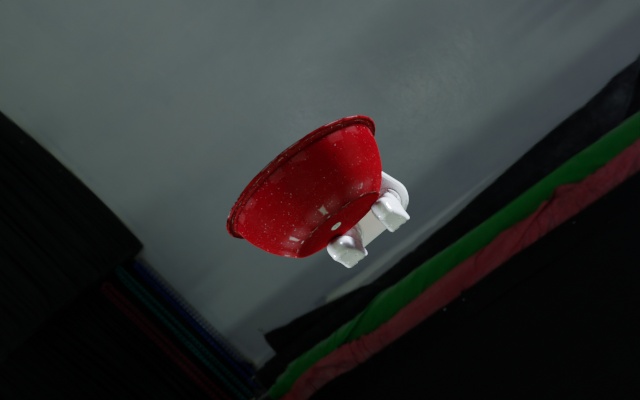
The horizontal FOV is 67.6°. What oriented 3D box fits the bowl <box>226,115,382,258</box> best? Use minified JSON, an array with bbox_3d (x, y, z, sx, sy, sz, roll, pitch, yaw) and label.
[{"bbox_3d":[0.000,0.002,0.420,0.162,0.055,0.162,-35,-16,-12],"label":"bowl"}]
